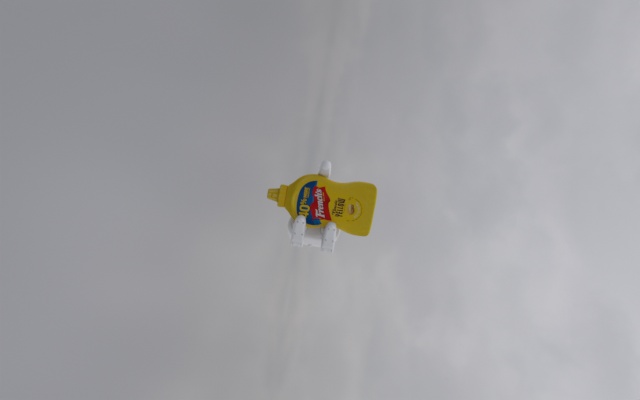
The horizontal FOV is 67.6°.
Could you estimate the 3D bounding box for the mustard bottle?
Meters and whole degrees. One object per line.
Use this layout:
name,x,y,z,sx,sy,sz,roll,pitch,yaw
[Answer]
mustard bottle,0.000,0.003,0.856,0.191,0.096,0.058,9,10,-2
